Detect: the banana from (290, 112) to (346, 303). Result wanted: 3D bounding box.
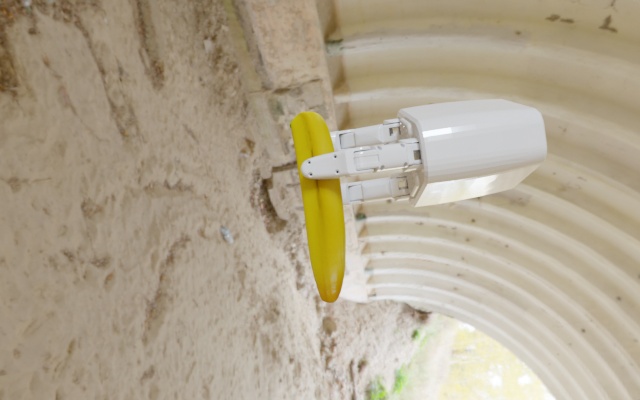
[{"bbox_3d":[-0.001,-0.009,0.439,0.037,0.197,0.070,-8,-24,-3],"label":"banana"}]
